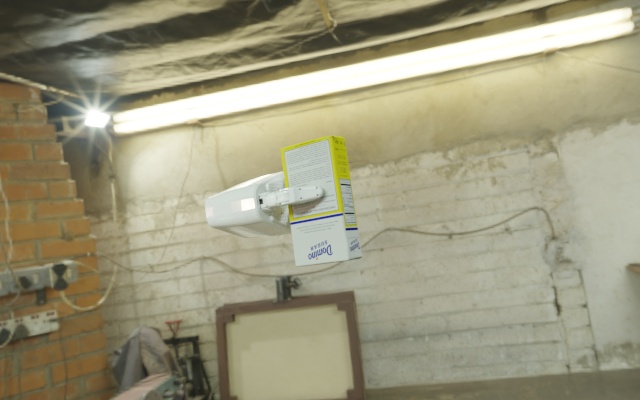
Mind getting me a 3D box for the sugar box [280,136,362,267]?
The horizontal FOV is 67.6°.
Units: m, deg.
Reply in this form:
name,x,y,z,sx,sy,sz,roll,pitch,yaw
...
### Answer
name,x,y,z,sx,sy,sz,roll,pitch,yaw
sugar box,0.000,0.002,0.687,0.093,0.176,0.048,-11,-4,33
